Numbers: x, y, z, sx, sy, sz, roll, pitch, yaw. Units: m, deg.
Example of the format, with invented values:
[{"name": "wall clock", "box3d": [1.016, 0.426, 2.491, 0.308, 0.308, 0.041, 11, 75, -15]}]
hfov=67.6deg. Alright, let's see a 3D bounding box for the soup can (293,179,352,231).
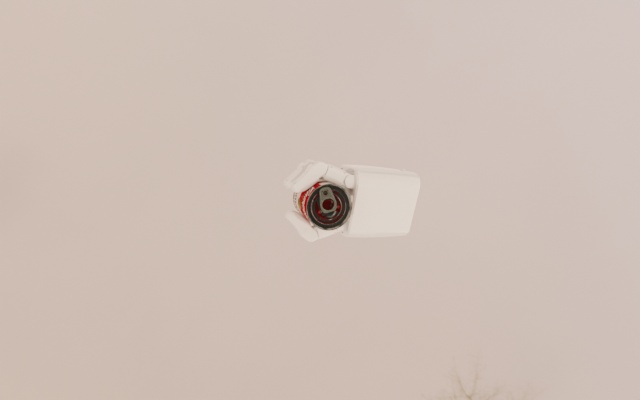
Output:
[{"name": "soup can", "box3d": [0.000, 0.002, 0.727, 0.068, 0.068, 0.102, 0, 8, -15]}]
